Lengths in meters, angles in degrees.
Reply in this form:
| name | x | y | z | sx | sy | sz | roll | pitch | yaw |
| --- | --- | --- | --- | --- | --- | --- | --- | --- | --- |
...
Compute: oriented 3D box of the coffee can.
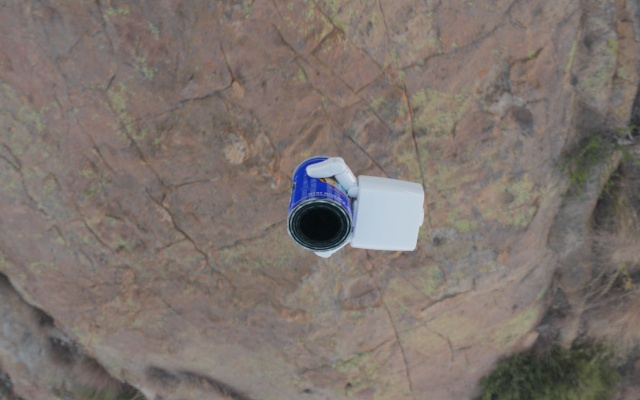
| name | x | y | z | sx | sy | sz | roll | pitch | yaw |
| --- | --- | --- | --- | --- | --- | --- | --- | --- | --- |
| coffee can | 0.000 | 0.002 | 0.790 | 0.103 | 0.103 | 0.140 | 0 | 32 | 2 |
